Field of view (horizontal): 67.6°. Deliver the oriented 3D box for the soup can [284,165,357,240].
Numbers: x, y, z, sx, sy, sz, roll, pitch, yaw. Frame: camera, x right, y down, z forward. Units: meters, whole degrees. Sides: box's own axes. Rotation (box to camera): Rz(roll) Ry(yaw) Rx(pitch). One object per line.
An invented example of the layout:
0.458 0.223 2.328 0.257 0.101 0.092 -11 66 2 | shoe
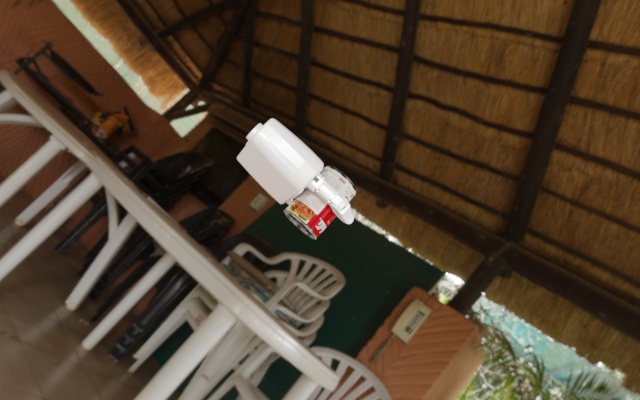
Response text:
0.001 0.003 0.757 0.068 0.102 0.068 40 -12 11 | soup can
